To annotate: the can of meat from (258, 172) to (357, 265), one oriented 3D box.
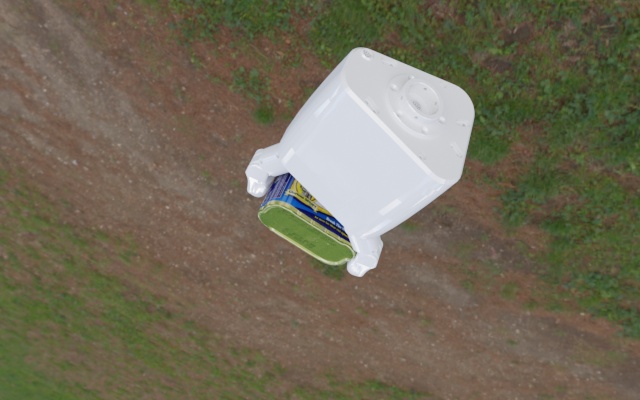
[{"bbox_3d":[0.000,0.002,0.459,0.102,0.084,0.057,33,-34,-15],"label":"can of meat"}]
